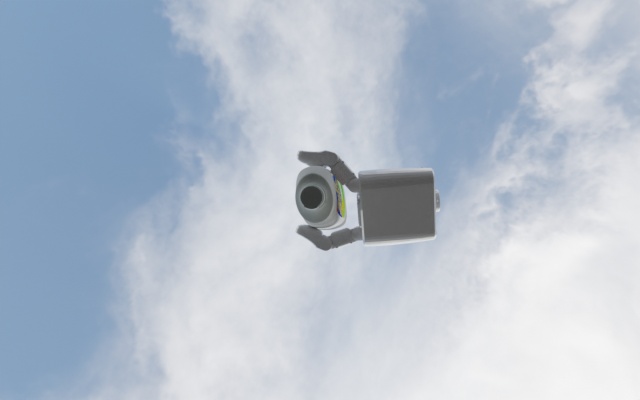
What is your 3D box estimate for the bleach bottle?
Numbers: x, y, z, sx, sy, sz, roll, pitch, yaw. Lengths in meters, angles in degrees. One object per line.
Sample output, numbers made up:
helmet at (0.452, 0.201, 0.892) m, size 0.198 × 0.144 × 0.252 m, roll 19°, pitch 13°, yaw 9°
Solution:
bleach bottle at (0.000, 0.002, 0.708) m, size 0.068 × 0.102 × 0.251 m, roll -6°, pitch 1°, yaw 5°
